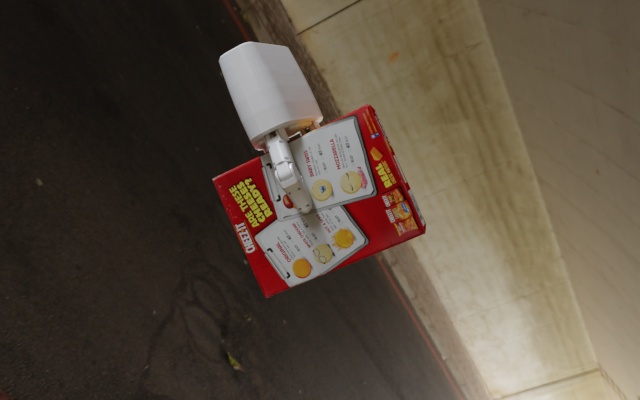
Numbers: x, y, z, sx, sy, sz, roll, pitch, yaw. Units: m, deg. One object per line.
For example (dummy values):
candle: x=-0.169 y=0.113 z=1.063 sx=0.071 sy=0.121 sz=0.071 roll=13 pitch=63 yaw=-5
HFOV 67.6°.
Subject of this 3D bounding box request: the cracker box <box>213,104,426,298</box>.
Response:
cracker box: x=0.000 y=0.002 z=0.592 sx=0.214 sy=0.164 sz=0.072 roll=-24 pitch=0 yaw=14
